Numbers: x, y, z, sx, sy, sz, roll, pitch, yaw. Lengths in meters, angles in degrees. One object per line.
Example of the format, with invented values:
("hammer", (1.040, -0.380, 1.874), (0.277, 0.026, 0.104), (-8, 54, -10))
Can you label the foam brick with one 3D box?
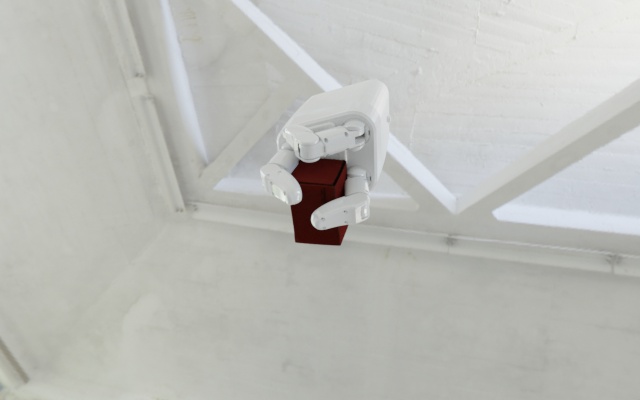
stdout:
("foam brick", (0.000, 0.002, 0.506), (0.053, 0.078, 0.051), (5, 35, 15))
